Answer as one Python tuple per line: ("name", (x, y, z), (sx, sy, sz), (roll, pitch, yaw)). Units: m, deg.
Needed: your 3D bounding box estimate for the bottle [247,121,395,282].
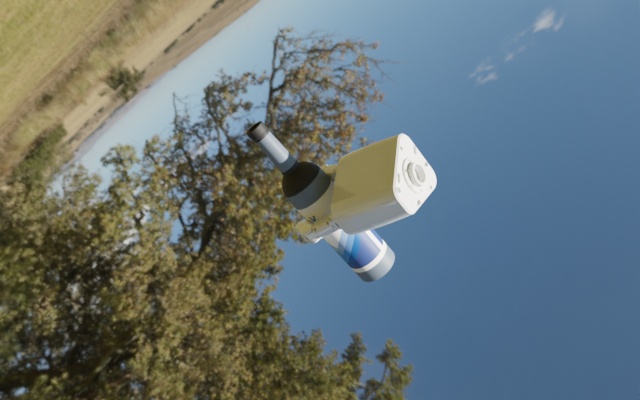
("bottle", (0.000, 0.003, 0.703), (0.296, 0.069, 0.069), (48, -23, -22))
